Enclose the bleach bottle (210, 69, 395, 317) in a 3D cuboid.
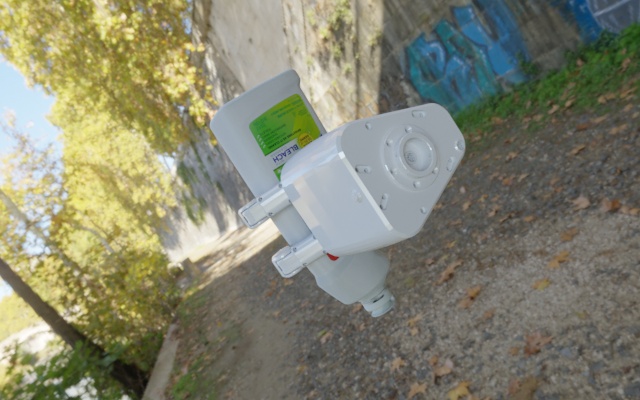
[{"bbox_3d":[0.000,0.002,0.478,0.102,0.251,0.068,-36,5,-26],"label":"bleach bottle"}]
